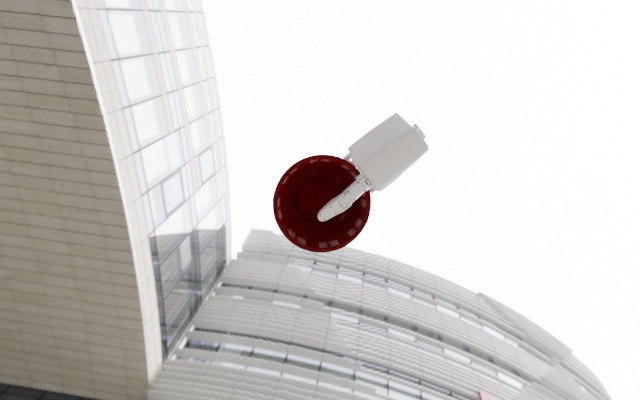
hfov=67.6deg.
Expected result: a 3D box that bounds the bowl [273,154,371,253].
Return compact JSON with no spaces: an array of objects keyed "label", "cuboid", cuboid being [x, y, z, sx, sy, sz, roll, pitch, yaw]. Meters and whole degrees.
[{"label":"bowl","cuboid":[-0.001,0.003,0.797,0.162,0.162,0.055,0,8,-8]}]
